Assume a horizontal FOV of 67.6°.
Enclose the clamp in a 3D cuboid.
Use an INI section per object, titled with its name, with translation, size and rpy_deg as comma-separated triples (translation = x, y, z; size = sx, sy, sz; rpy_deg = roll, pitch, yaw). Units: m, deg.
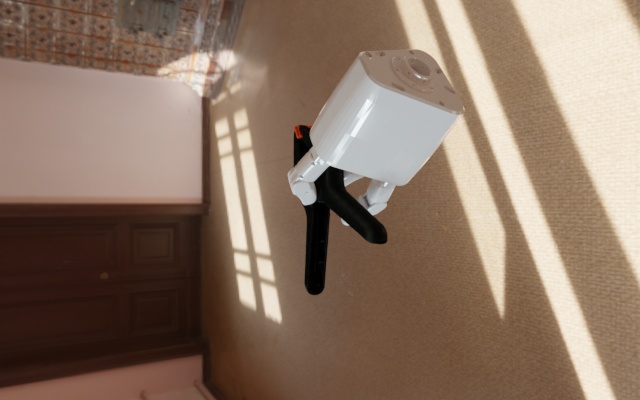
[clamp]
translation = -0.001, 0.001, 0.582
size = 0.036, 0.209, 0.165
rpy_deg = 1, -36, -31
